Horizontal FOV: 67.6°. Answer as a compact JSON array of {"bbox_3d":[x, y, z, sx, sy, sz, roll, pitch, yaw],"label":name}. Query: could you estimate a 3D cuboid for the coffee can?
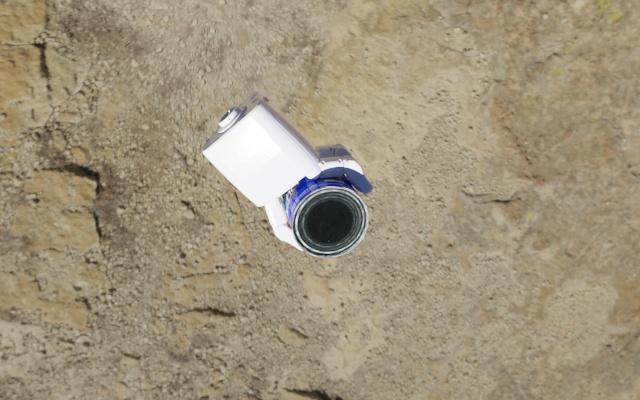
[{"bbox_3d":[0.000,0.002,0.675,0.103,0.103,0.140,0,23,-12],"label":"coffee can"}]
